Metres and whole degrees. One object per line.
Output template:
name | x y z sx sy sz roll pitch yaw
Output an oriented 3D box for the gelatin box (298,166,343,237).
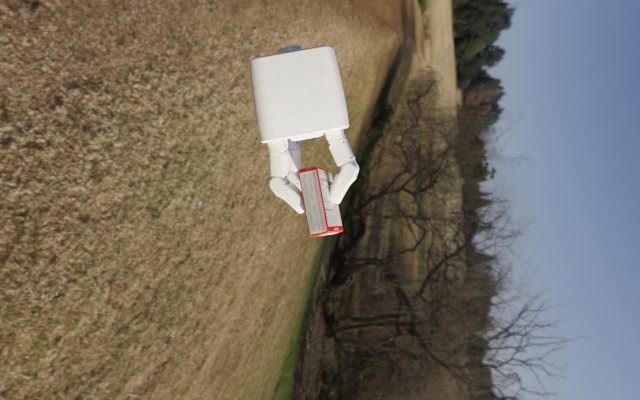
gelatin box | 0.001 0.002 0.641 0.030 0.089 0.073 -13 -5 16
